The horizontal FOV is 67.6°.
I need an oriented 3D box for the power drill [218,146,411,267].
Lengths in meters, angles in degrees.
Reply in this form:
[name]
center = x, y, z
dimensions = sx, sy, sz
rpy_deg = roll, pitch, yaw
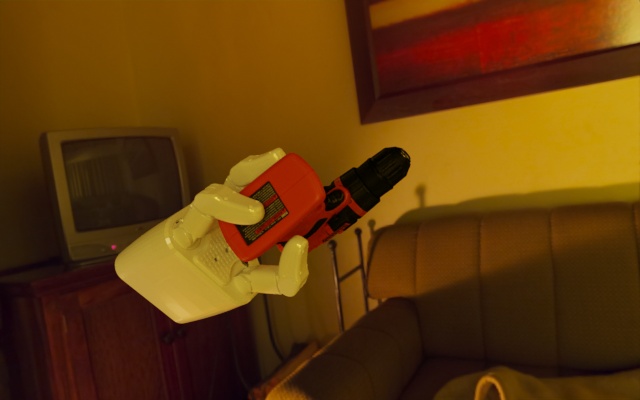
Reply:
[power drill]
center = 0.000, 0.002, 0.482
dimensions = 0.184, 0.057, 0.187
rpy_deg = -40, -17, 16
